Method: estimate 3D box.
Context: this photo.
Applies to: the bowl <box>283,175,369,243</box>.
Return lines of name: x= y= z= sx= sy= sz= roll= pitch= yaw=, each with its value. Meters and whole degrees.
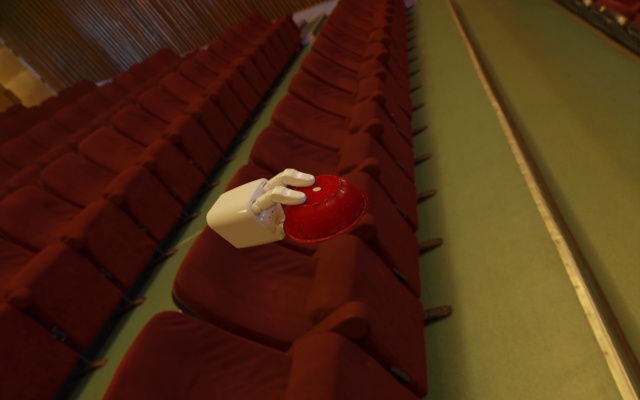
bowl: x=0.001 y=0.002 z=0.840 sx=0.162 sy=0.055 sz=0.162 roll=-16 pitch=31 yaw=10
